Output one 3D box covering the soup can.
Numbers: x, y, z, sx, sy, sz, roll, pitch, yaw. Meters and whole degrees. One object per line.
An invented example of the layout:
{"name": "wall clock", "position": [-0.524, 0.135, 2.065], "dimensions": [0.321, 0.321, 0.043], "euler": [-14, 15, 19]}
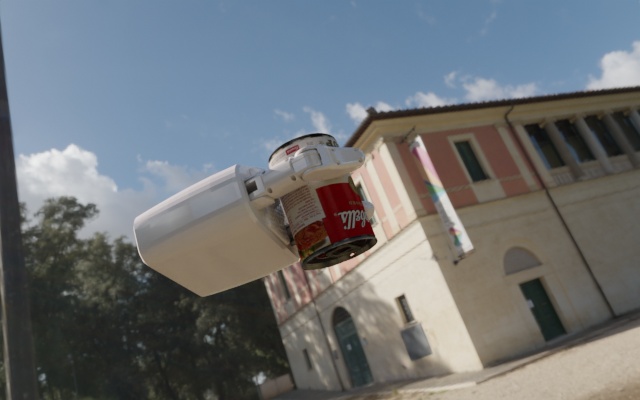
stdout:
{"name": "soup can", "position": [0.000, 0.001, 0.418], "dimensions": [0.068, 0.102, 0.068], "euler": [-18, -19, -7]}
